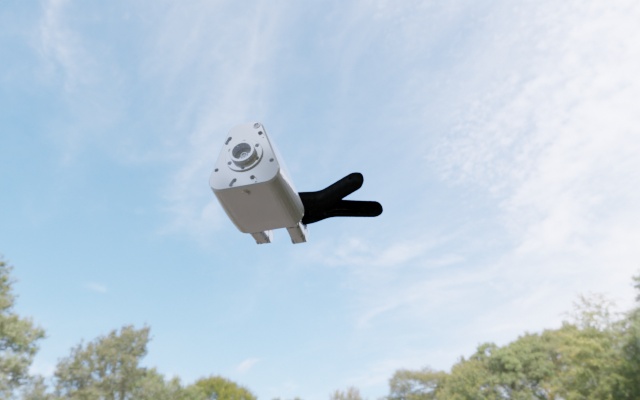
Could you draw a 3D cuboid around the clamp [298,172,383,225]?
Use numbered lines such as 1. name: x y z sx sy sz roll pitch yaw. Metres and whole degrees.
1. clamp: 0.000 0.002 0.689 0.171 0.039 0.120 -10 -32 8
